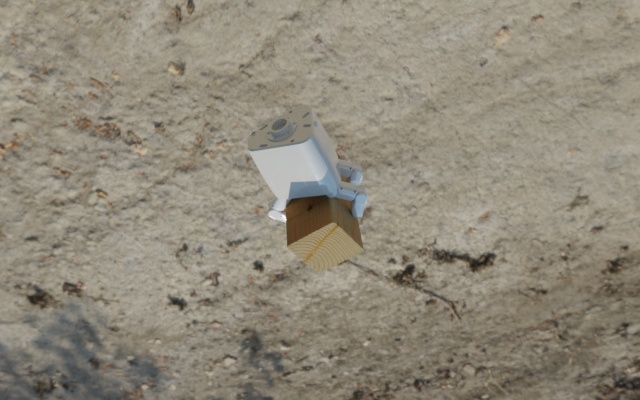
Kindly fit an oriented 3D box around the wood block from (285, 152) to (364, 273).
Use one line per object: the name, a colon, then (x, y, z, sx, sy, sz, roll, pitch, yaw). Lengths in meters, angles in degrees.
wood block: (0.000, 0.003, 0.803, 0.091, 0.206, 0.090, -29, -50, 21)
